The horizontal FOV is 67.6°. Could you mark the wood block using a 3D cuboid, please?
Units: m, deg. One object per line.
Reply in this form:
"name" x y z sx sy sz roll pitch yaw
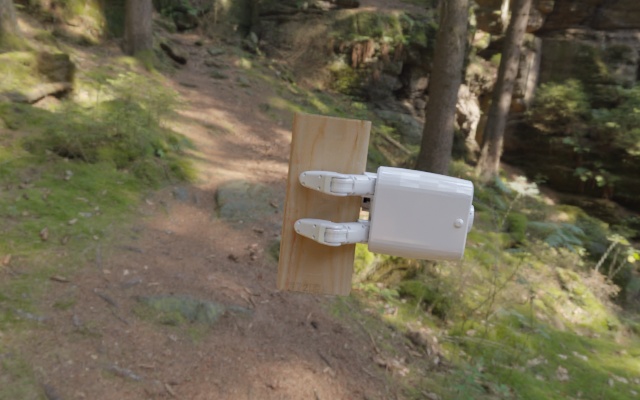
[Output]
"wood block" 0.000 0.002 0.588 0.090 0.206 0.091 6 8 -4
